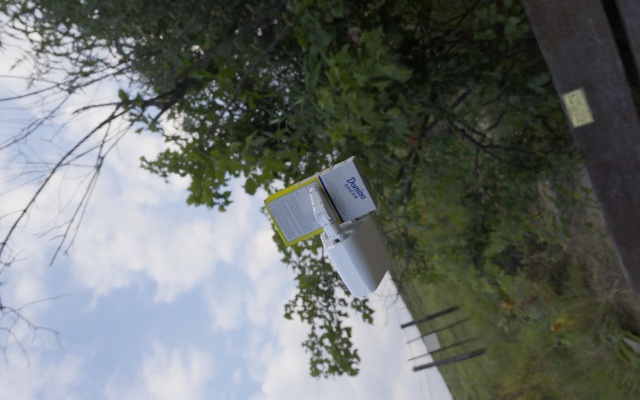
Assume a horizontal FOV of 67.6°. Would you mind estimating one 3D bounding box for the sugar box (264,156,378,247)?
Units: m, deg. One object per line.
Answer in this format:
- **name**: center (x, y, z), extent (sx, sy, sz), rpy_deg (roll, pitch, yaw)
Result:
- **sugar box**: center (0.000, 0.003, 0.816), extent (0.176, 0.093, 0.048), rpy_deg (-24, 12, 16)
